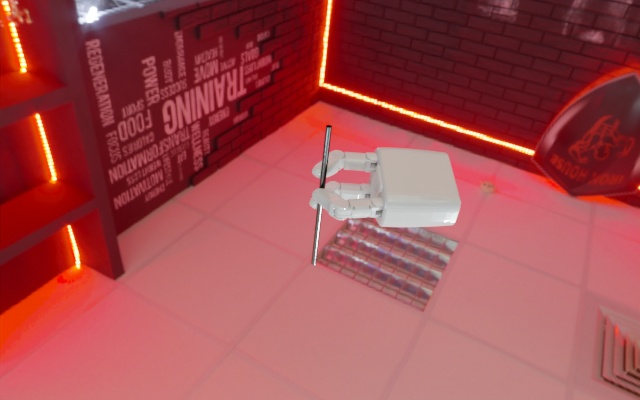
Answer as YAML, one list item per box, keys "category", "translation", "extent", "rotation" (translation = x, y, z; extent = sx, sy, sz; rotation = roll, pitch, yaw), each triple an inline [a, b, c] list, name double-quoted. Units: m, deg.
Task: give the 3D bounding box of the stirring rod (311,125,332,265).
- category: "stirring rod"
  translation: [0.000, 0.002, 0.673]
  extent: [0.011, 0.240, 0.011]
  rotation: [4, 37, -3]
